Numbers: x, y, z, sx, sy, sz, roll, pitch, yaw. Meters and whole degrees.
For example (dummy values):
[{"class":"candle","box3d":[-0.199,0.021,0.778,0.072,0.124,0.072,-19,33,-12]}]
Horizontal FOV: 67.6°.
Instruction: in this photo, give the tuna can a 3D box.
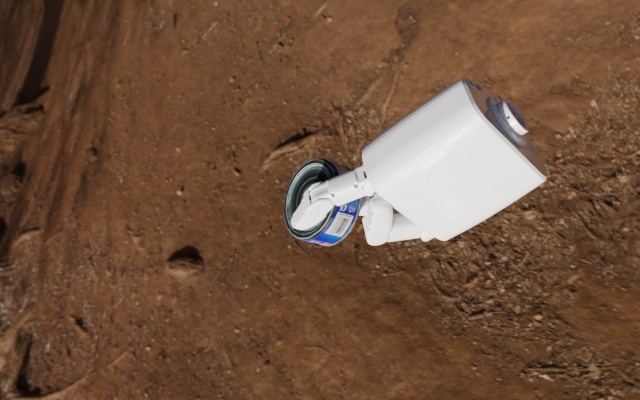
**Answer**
[{"class":"tuna can","box3d":[0.000,0.002,0.486,0.034,0.086,0.086,16,-10,-39]}]
